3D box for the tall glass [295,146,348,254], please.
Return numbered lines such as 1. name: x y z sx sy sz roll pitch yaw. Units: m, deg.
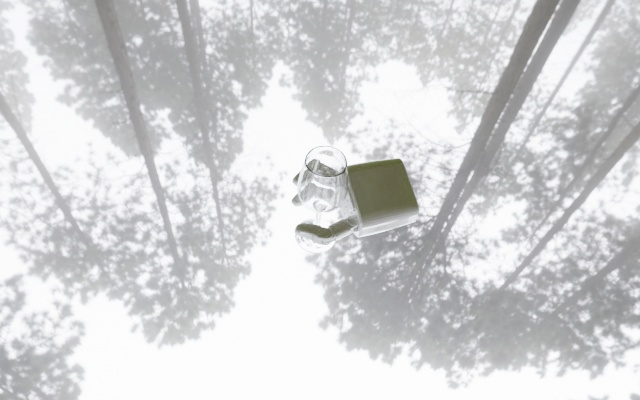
1. tall glass: 0.000 0.003 0.765 0.079 0.079 0.201 0 -36 -5
